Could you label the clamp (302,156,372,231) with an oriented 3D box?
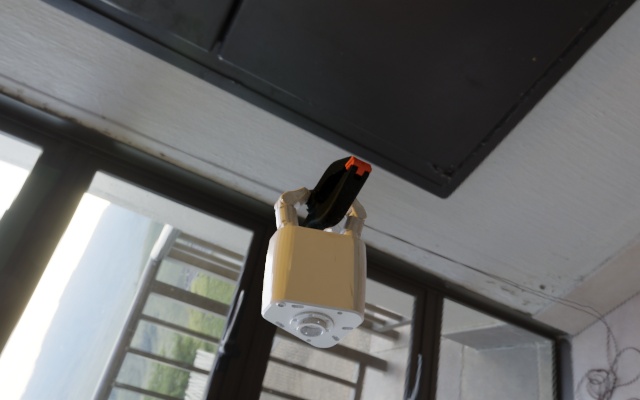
[{"bbox_3d":[0.000,0.002,0.653,0.036,0.164,0.210,23,-48,-19],"label":"clamp"}]
